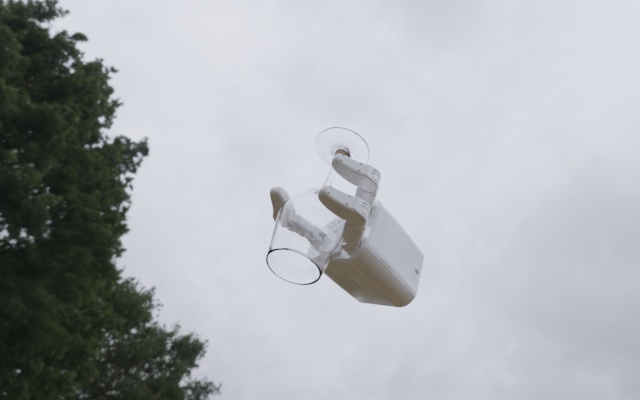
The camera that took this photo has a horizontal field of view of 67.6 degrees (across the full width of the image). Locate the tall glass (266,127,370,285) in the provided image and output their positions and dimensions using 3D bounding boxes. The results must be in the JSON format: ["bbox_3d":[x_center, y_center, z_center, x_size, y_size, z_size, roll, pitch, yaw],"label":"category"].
[{"bbox_3d":[0.000,0.001,0.568,0.079,0.079,0.201,0,44,24],"label":"tall glass"}]
